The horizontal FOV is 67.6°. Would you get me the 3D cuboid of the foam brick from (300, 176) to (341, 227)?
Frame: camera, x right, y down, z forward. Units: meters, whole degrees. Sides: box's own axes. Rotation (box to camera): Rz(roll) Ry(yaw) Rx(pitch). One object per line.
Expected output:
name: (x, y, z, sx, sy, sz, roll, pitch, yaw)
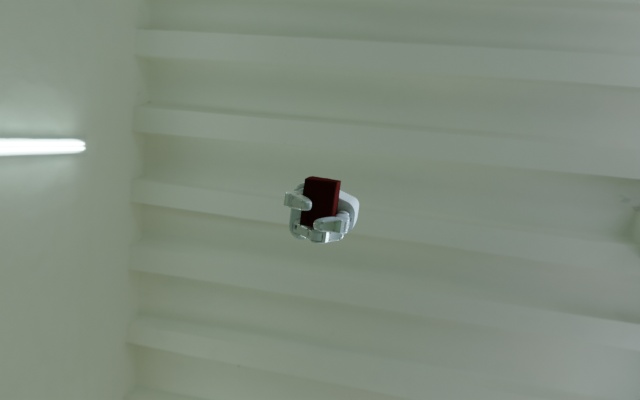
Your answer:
foam brick: (0.000, 0.002, 0.771, 0.053, 0.078, 0.051, 9, 10, 10)
